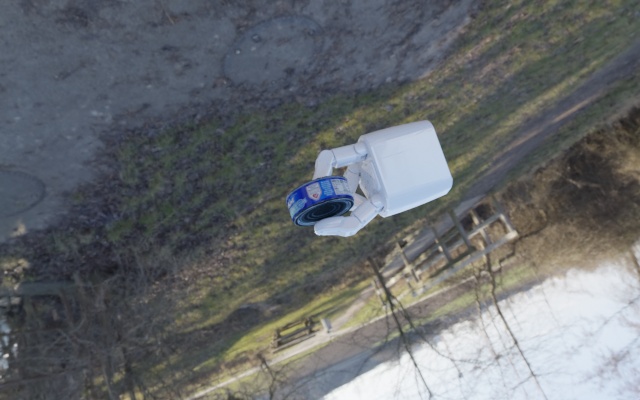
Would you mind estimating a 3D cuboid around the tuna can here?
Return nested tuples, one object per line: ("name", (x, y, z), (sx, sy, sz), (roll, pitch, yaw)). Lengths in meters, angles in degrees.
("tuna can", (0.000, 0.003, 0.622), (0.086, 0.033, 0.086), (-17, -19, -6))
